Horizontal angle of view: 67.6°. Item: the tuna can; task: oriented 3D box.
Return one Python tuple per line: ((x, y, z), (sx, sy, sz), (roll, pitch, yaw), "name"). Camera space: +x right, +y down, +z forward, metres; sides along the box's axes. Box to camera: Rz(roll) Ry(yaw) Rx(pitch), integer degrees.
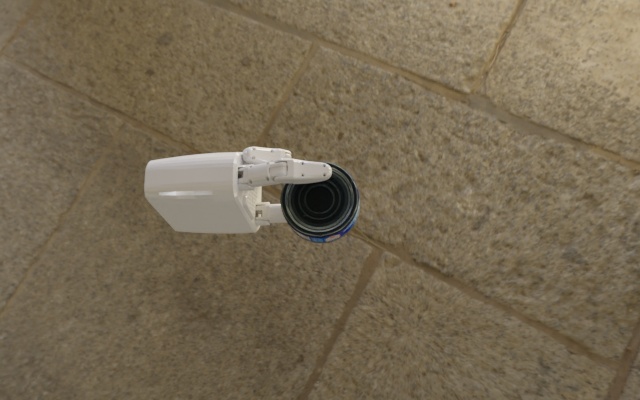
((0.000, 0.002, 0.519), (0.086, 0.086, 0.034), (0, -15, 5), "tuna can")
